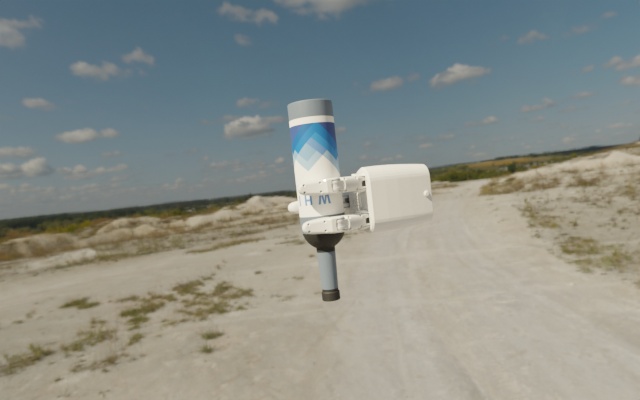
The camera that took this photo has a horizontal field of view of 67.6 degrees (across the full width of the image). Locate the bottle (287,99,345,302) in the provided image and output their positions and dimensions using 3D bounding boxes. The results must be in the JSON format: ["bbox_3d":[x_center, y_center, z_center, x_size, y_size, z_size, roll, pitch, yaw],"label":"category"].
[{"bbox_3d":[0.000,0.002,0.712,0.069,0.296,0.069,-6,2,0],"label":"bottle"}]
